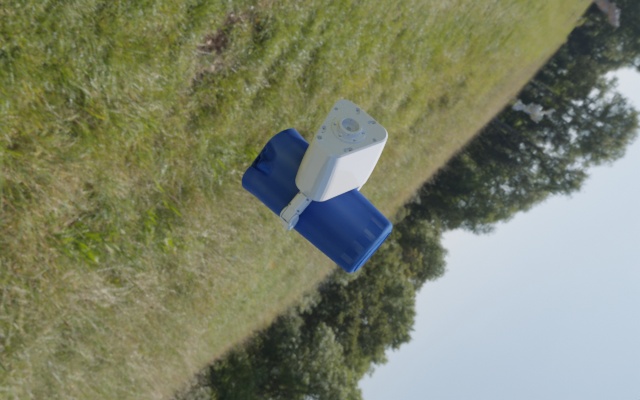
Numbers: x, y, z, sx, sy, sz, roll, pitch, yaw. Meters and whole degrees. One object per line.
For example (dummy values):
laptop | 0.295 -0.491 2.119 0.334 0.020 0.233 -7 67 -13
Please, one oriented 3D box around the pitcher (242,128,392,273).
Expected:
pitcher | 0.000 0.003 0.804 0.149 0.243 0.145 -40 -14 -34
